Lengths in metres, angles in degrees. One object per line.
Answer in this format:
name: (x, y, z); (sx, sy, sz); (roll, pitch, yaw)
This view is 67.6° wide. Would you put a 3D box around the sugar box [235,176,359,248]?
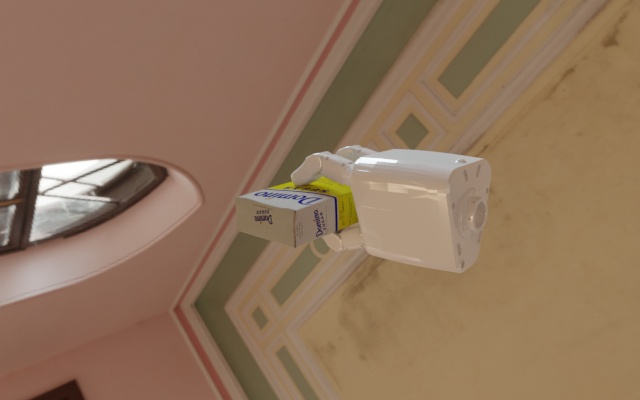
sugar box: (0.000, 0.001, 0.549); (0.093, 0.048, 0.176); (12, 18, 40)
